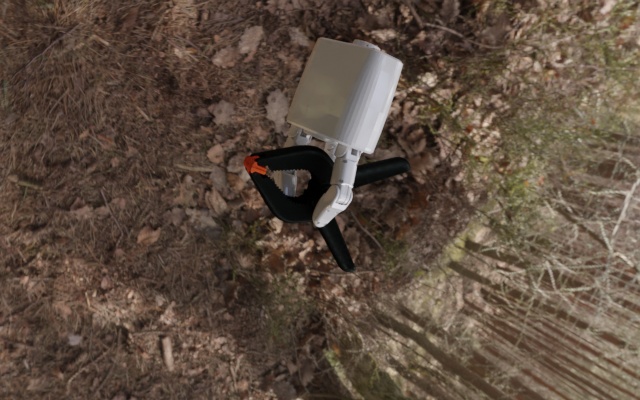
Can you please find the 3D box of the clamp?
[{"bbox_3d":[0.000,0.002,0.572,0.210,0.164,0.036,14,13,-32],"label":"clamp"}]
